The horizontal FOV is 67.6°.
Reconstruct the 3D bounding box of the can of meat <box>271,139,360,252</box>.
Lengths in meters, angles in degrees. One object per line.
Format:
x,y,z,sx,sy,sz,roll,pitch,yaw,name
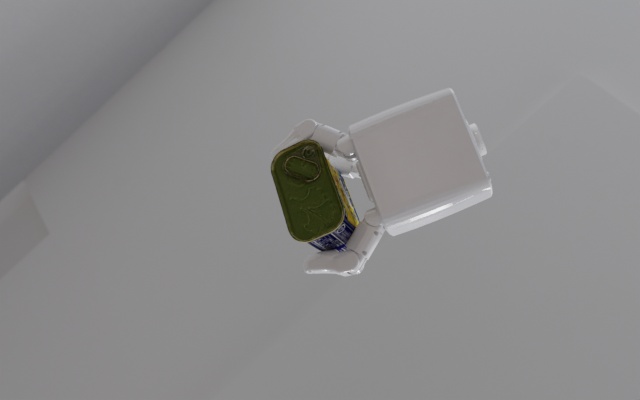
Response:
0.000,0.002,0.489,0.057,0.102,0.084,-25,-25,12,can of meat
